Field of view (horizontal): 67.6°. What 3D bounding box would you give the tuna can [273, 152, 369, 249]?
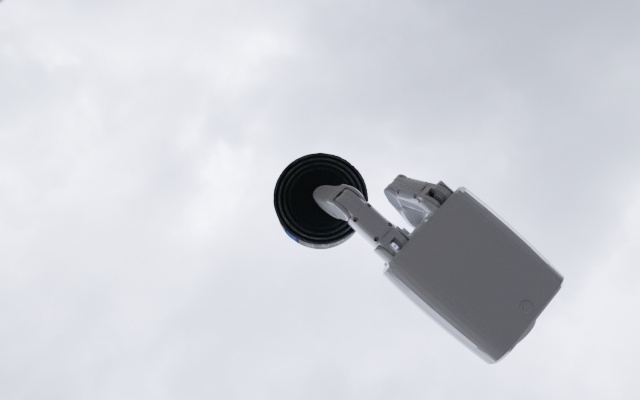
[{"bbox_3d":[0.000,0.002,0.444,0.086,0.086,0.034,0,-15,-1],"label":"tuna can"}]
